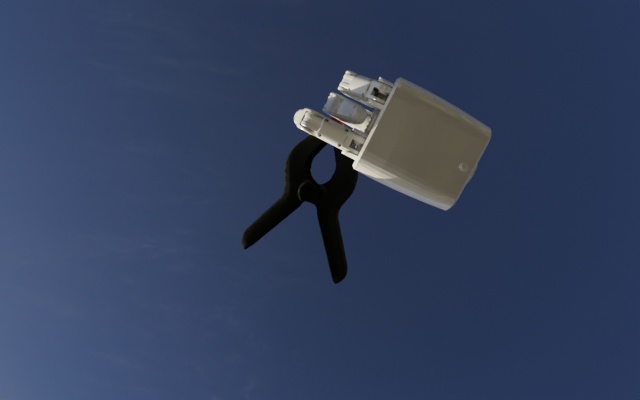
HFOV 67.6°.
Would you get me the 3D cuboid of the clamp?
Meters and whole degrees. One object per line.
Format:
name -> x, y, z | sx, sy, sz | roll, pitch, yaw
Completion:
clamp -> 0.000, 0.001, 0.510 | 0.120, 0.171, 0.039 | 27, 10, 2
